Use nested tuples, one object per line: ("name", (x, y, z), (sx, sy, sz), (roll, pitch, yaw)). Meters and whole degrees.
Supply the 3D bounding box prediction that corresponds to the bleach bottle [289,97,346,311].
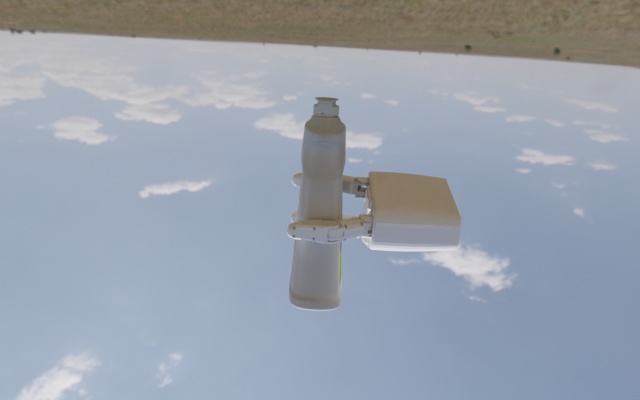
("bleach bottle", (0.000, 0.002, 0.591), (0.068, 0.251, 0.102), (3, 19, -1))
